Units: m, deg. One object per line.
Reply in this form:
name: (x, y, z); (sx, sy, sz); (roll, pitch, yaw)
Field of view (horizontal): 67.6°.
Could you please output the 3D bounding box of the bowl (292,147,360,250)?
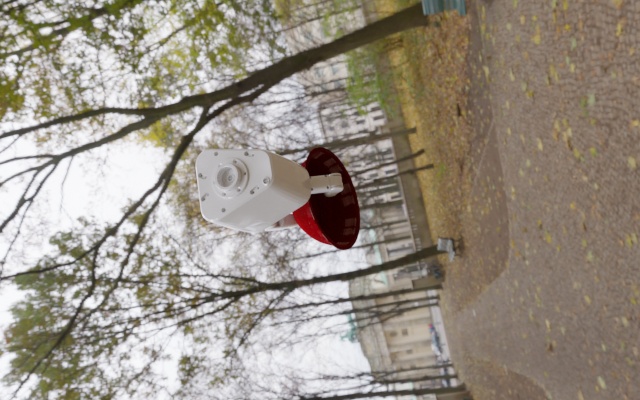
bowl: (0.000, 0.003, 0.738); (0.055, 0.162, 0.162); (-17, -9, 29)
